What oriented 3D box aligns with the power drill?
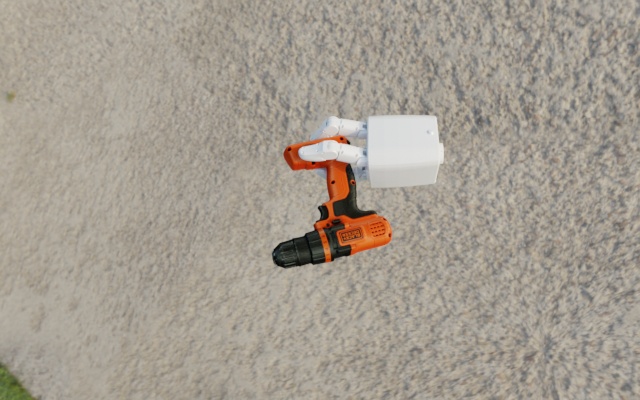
[{"bbox_3d":[0.000,0.002,0.736,0.184,0.187,0.057,-13,-15,-11],"label":"power drill"}]
